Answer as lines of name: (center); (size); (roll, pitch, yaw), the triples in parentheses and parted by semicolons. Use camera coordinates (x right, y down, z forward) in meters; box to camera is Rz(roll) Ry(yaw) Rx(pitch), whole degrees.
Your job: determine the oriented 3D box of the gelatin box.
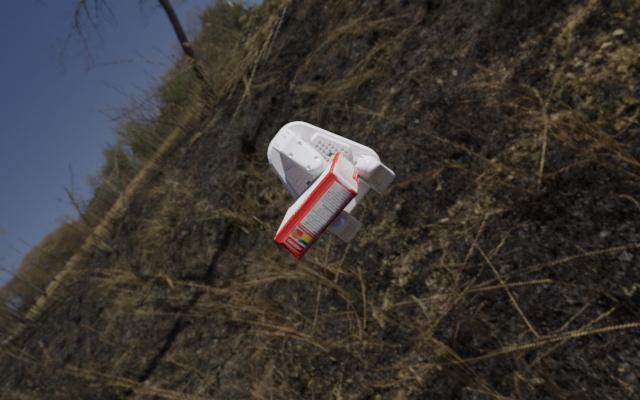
gelatin box: (0.000, 0.001, 0.407); (0.030, 0.073, 0.089); (39, 16, -6)
